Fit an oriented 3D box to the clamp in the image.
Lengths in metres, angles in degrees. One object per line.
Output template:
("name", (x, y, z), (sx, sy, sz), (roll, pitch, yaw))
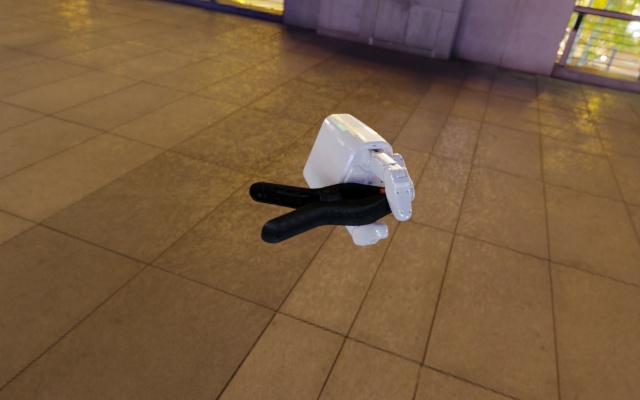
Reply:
("clamp", (0.000, 0.001, 0.549), (0.171, 0.039, 0.120), (-6, 33, -22))
